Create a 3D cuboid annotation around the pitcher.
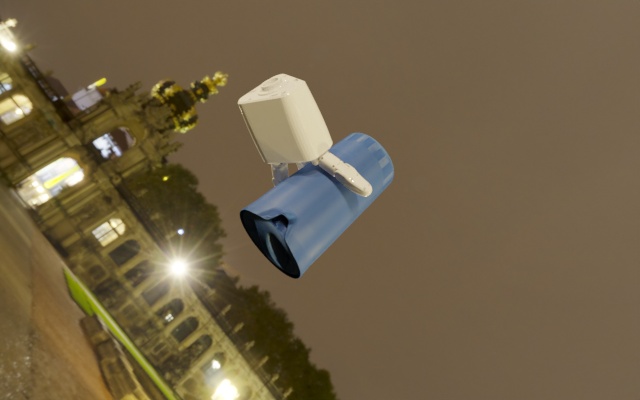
[{"bbox_3d":[0.000,0.002,0.768,0.242,0.145,0.149,-40,34,-24],"label":"pitcher"}]
